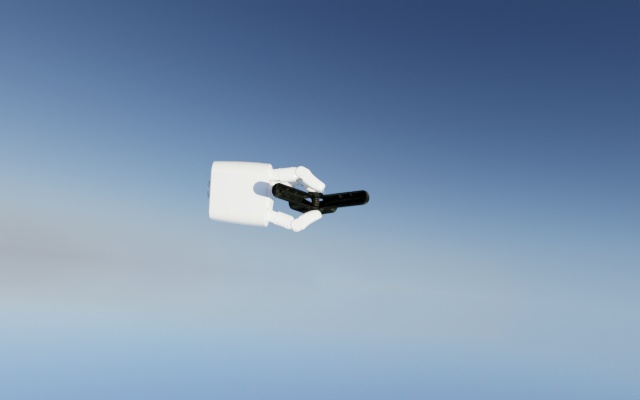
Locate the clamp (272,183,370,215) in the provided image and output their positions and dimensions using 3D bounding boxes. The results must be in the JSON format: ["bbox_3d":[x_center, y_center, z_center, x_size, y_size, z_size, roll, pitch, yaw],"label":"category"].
[{"bbox_3d":[0.000,0.004,0.883,0.164,0.036,0.210,5,-9,0],"label":"clamp"}]
